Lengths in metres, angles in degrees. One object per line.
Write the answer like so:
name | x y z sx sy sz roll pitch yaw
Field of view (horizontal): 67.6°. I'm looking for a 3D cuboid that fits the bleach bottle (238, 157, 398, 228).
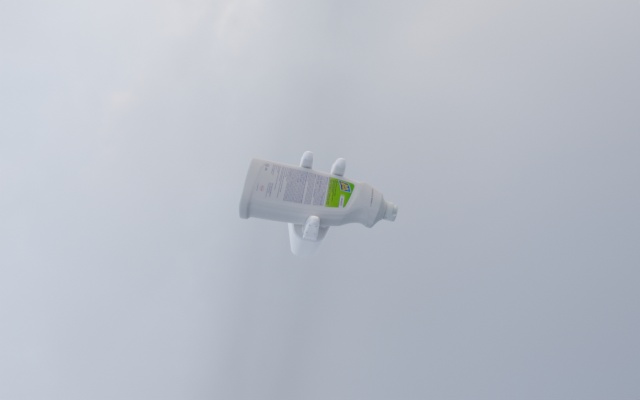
bleach bottle | 0.000 0.002 0.780 0.251 0.102 0.068 12 -26 -3
